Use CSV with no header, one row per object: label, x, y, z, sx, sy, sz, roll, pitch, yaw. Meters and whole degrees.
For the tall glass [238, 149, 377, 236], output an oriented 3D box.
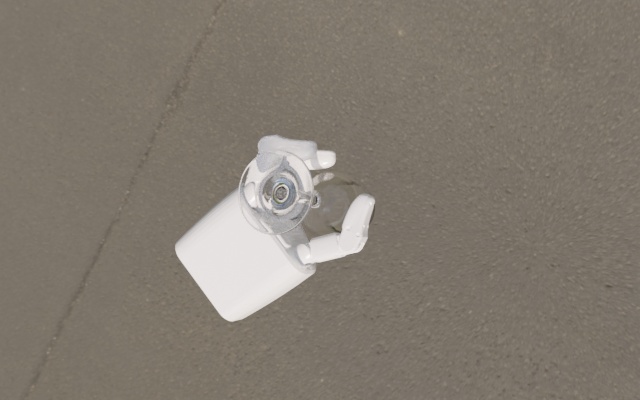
tall glass,0.000,0.002,0.500,0.079,0.079,0.201,0,-5,24
